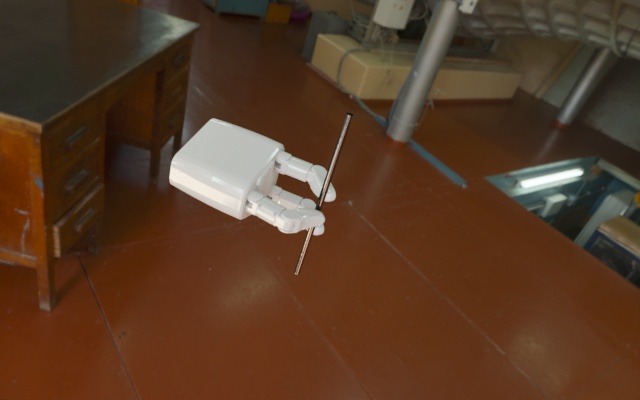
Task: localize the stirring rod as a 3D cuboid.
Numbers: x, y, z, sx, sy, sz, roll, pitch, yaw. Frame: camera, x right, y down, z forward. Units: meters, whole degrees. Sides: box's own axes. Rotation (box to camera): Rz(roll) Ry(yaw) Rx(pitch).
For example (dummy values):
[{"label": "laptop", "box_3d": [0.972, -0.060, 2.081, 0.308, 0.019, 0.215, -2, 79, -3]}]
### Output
[{"label": "stirring rod", "box_3d": [0.000, 0.002, 0.588, 0.011, 0.240, 0.011, 13, 33, -9]}]
